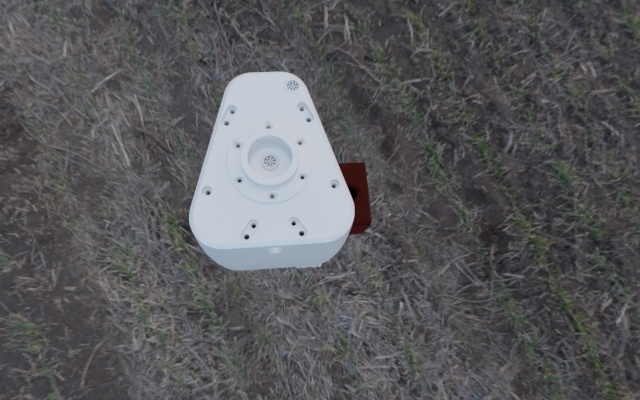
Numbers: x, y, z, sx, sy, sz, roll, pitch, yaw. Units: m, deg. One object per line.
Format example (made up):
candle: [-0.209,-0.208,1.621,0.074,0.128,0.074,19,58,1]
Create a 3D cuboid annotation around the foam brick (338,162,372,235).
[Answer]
foam brick: [0.000,0.001,0.402,0.078,0.053,0.051,-3,-13,-5]
